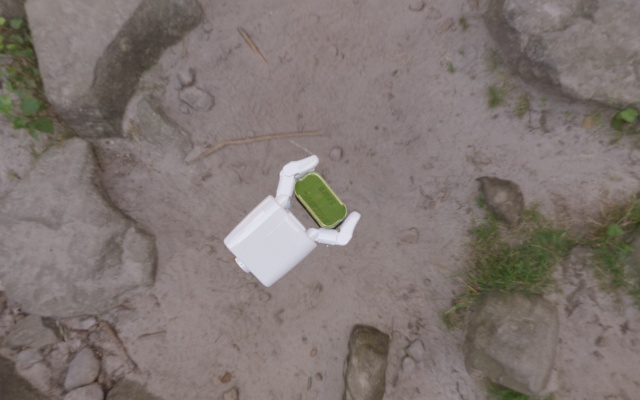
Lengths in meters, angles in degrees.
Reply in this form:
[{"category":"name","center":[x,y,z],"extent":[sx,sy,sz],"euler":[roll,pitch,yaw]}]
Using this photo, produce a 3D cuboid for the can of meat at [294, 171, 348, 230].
[{"category":"can of meat","center":[0.000,0.003,0.800],"extent":[0.057,0.102,0.084],"euler":[-39,-5,-3]}]
